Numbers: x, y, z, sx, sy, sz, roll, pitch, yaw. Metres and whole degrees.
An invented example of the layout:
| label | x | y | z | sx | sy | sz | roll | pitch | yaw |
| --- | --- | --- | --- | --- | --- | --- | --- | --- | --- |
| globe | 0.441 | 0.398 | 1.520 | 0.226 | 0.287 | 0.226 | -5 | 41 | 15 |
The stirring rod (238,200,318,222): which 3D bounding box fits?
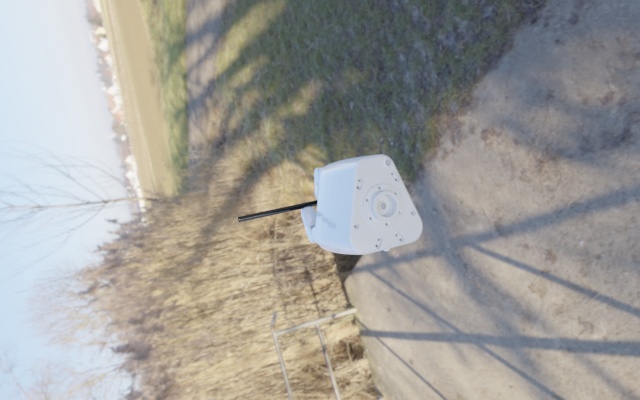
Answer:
| label | x | y | z | sx | sy | sz | roll | pitch | yaw |
| --- | --- | --- | --- | --- | --- | --- | --- | --- | --- |
| stirring rod | 0.000 | 0.002 | 0.687 | 0.239 | 0.011 | 0.011 | -12 | 4 | -19 |
